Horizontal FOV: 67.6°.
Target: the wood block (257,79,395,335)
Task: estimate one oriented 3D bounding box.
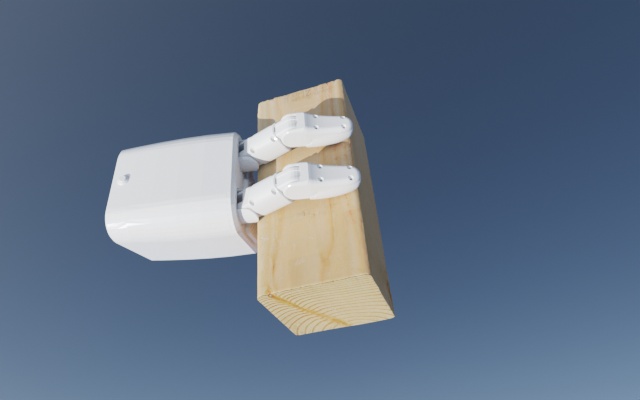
[{"bbox_3d":[0.000,0.002,0.433,0.090,0.206,0.091,-14,-36,12],"label":"wood block"}]
